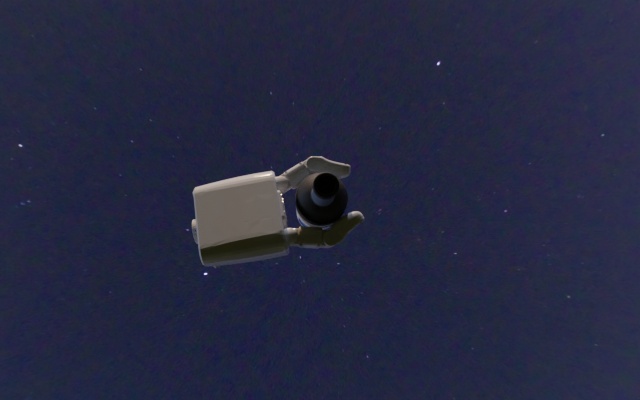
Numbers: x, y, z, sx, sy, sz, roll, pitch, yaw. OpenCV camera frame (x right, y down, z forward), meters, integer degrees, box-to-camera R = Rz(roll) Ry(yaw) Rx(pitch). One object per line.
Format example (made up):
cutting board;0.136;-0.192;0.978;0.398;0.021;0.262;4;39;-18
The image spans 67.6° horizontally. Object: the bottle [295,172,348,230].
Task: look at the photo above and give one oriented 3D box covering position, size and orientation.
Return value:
bottle;0.000;0.002;0.636;0.069;0.069;0.296;0;-7;-2
